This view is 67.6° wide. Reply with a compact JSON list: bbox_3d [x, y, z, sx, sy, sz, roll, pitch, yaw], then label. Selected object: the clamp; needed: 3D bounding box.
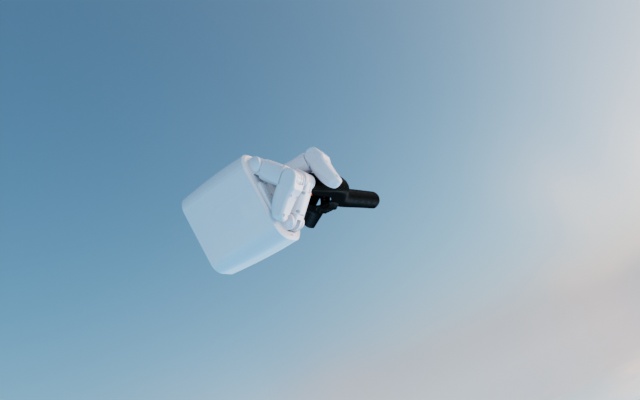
[{"bbox_3d":[0.000,0.003,0.658,0.120,0.039,0.171,-28,-25,20],"label":"clamp"}]
